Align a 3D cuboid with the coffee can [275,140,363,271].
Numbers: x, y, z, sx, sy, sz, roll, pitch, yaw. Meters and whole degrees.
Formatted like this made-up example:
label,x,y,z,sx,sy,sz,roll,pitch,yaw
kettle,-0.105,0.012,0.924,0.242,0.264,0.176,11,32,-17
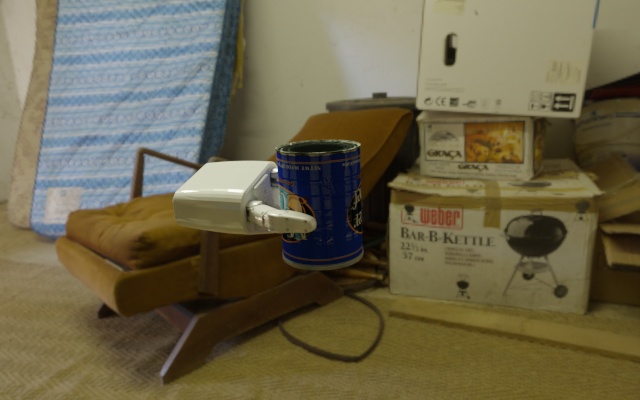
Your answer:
label,x,y,z,sx,sy,sz,roll,pitch,yaw
coffee can,0.000,0.002,0.588,0.103,0.140,0.102,-2,15,1
